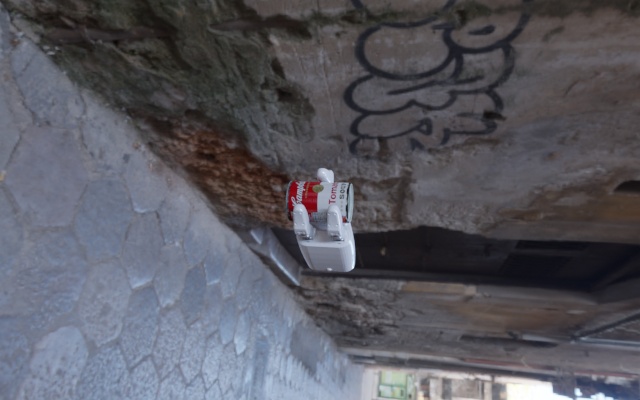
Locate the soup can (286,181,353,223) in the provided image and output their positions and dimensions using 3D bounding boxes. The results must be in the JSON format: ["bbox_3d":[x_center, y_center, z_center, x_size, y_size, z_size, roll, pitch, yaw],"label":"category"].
[{"bbox_3d":[0.000,0.002,0.793,0.102,0.068,0.068,2,0,11],"label":"soup can"}]
